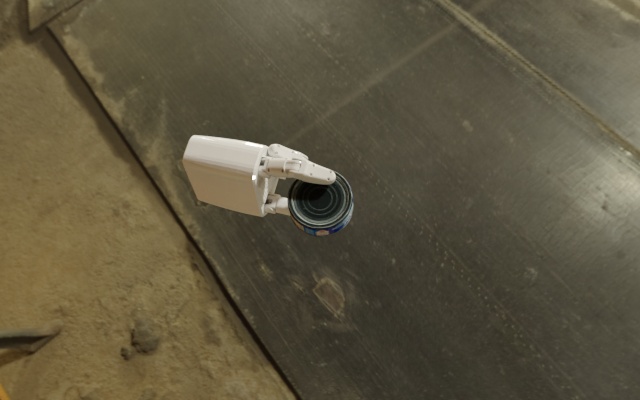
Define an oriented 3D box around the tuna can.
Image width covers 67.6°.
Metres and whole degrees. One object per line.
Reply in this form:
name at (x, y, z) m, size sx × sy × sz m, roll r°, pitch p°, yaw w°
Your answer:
tuna can at (0.000, 0.002, 0.621) m, size 0.086 × 0.086 × 0.034 m, roll 0°, pitch -21°, yaw 3°
